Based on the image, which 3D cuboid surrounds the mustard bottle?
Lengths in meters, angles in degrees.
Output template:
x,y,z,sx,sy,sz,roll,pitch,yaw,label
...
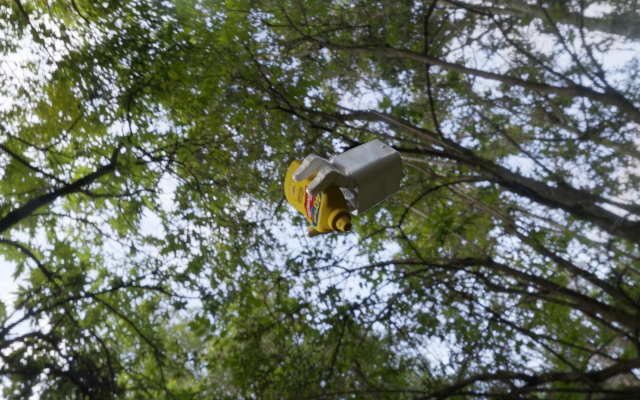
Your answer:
x,y,z,sx,sy,sz,roll,pitch,yaw,label
0.000,0.003,0.871,0.058,0.096,0.191,-6,29,-31,mustard bottle
